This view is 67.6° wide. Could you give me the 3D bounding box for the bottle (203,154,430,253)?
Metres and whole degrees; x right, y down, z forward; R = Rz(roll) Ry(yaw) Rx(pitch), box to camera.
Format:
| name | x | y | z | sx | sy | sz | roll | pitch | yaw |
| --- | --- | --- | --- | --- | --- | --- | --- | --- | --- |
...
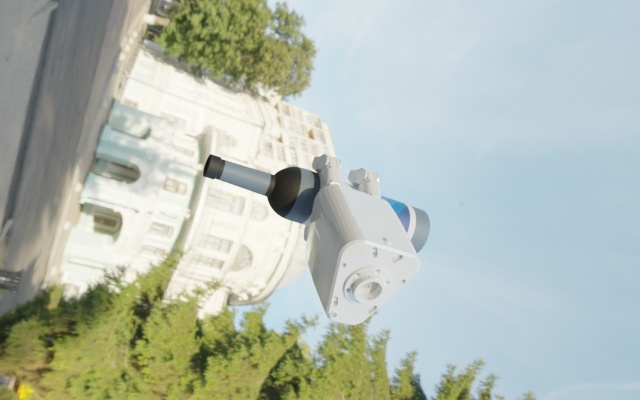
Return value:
| name | x | y | z | sx | sy | sz | roll | pitch | yaw |
| --- | --- | --- | --- | --- | --- | --- | --- | --- | --- |
| bottle | 0.000 | 0.002 | 0.597 | 0.296 | 0.069 | 0.069 | 18 | -7 | -23 |
